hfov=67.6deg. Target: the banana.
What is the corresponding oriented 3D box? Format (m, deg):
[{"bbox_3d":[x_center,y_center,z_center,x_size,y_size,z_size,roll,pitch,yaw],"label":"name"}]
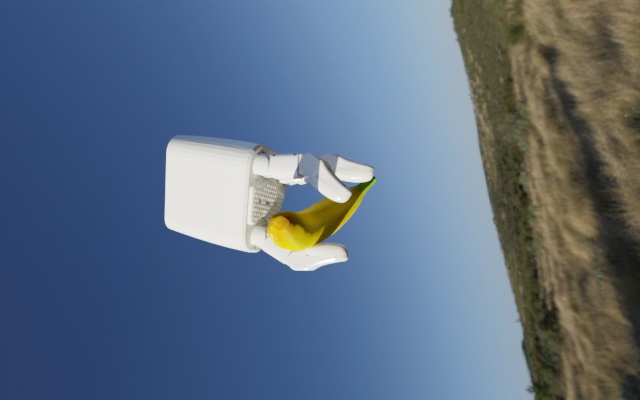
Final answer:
[{"bbox_3d":[-0.005,0.016,0.486,0.037,0.070,0.197,33,28,17],"label":"banana"}]
